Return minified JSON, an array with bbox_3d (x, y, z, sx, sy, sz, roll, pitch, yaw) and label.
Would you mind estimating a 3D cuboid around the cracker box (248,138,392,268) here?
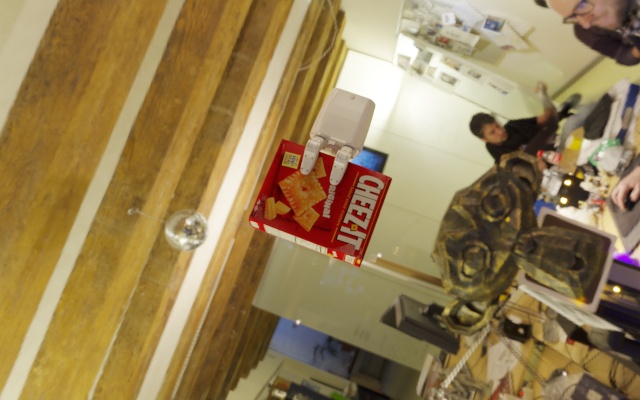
[{"bbox_3d":[0.000,0.003,0.856,0.213,0.164,0.072,20,-16,6],"label":"cracker box"}]
